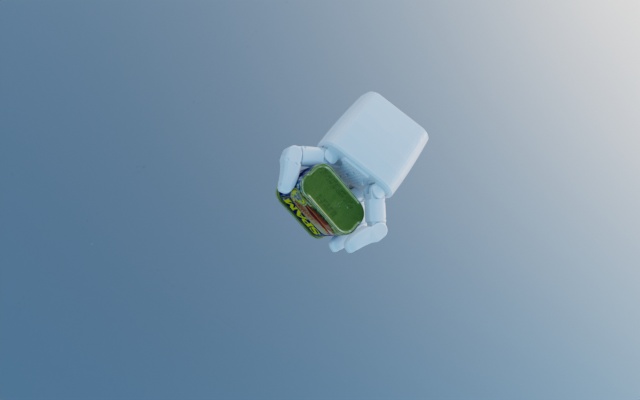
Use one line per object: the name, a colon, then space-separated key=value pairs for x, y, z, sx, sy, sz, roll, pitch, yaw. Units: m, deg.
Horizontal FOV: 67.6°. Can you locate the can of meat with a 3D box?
can of meat: x=0.000 y=0.002 z=0.632 sx=0.057 sy=0.102 sz=0.084 roll=-47 pitch=15 yaw=-22
